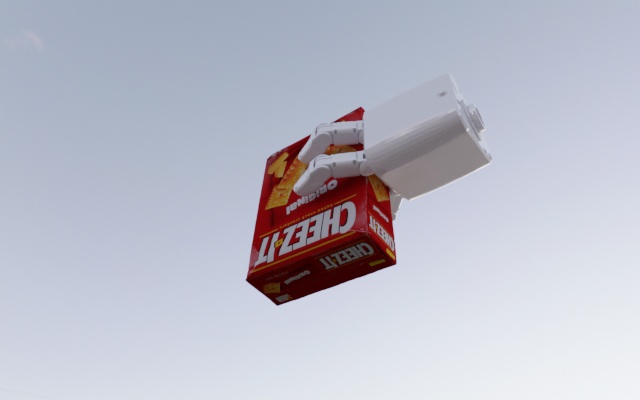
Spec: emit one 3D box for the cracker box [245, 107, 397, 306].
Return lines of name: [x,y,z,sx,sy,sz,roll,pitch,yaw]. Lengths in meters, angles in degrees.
cracker box: [0.000,0.002,0.590,0.164,0.213,0.072,-25,-50,26]
